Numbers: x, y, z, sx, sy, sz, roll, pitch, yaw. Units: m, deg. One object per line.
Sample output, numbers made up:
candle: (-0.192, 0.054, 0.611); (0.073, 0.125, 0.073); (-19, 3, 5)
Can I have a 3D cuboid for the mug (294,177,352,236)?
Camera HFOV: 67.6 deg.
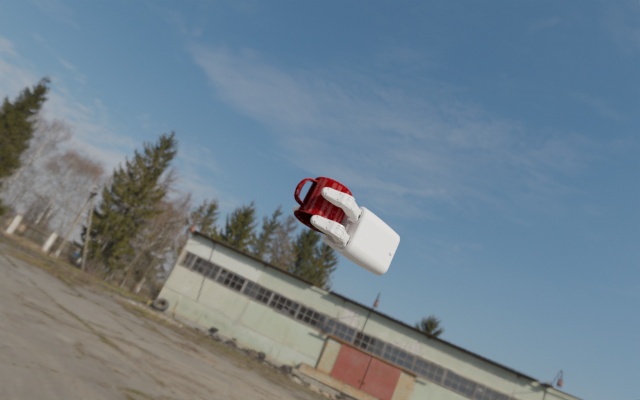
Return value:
mug: (-0.001, 0.002, 0.889); (0.117, 0.081, 0.093); (37, -20, -28)
